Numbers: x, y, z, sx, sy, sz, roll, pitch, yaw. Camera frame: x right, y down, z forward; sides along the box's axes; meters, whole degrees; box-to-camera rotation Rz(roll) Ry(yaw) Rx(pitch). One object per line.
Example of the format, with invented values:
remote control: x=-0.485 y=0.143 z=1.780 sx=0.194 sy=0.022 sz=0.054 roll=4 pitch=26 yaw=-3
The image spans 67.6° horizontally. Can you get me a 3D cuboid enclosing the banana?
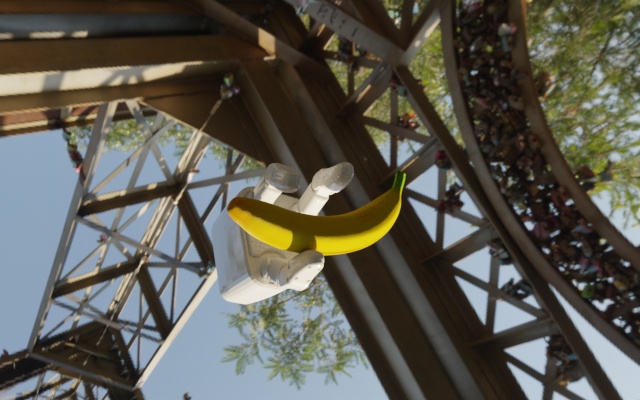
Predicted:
banana: x=0.008 y=0.019 z=0.457 sx=0.198 sy=0.069 sz=0.037 roll=-10 pitch=-9 yaw=-33
